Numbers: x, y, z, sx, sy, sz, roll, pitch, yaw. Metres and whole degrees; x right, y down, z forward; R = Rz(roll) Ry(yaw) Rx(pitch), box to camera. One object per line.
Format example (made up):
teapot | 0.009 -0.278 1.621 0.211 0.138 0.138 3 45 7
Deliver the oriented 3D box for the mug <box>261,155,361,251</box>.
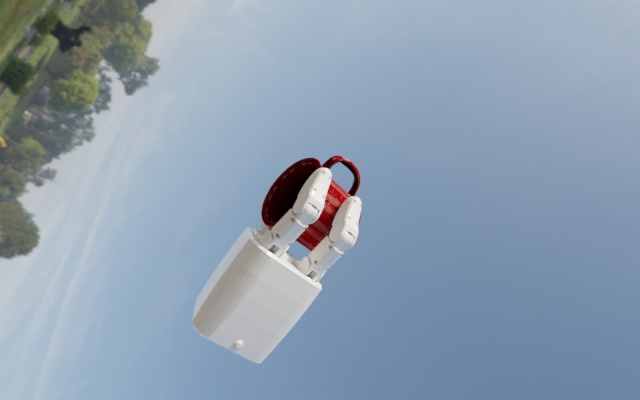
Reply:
mug | 0.001 0.001 0.554 0.081 0.117 0.093 40 -1 -31
